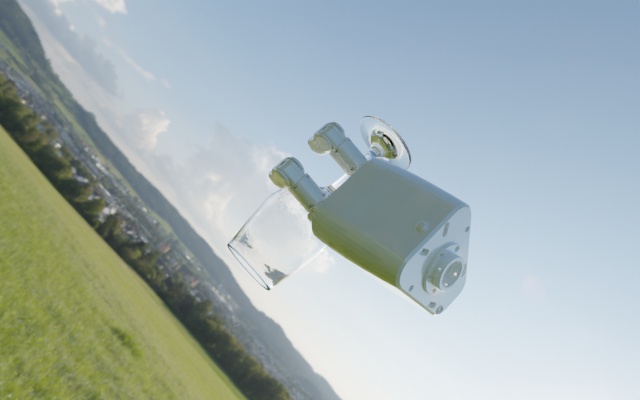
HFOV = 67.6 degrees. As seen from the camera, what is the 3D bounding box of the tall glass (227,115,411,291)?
[{"bbox_3d":[0.000,0.001,0.492,0.201,0.079,0.079,-42,14,-16],"label":"tall glass"}]
